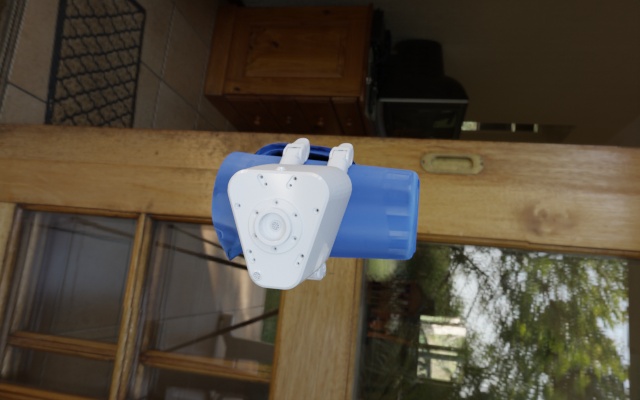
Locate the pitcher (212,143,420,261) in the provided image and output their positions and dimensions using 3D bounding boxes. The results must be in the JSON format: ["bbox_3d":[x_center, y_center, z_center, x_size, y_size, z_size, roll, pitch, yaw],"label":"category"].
[{"bbox_3d":[0.000,0.002,0.604,0.243,0.149,0.145,4,5,12],"label":"pitcher"}]
